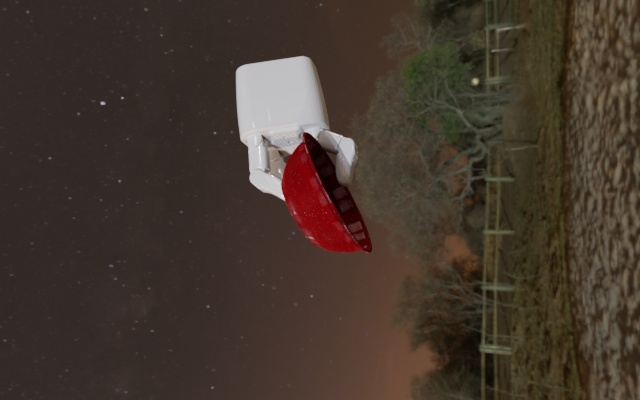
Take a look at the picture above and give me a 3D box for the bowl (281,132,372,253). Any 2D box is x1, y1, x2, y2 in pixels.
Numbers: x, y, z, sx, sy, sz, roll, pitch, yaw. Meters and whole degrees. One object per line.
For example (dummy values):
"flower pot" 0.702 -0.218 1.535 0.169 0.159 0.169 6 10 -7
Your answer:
"bowl" 0.000 0.003 0.568 0.055 0.162 0.162 -29 -6 11
